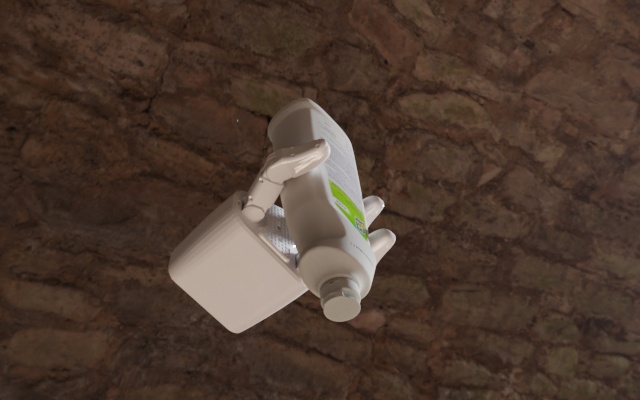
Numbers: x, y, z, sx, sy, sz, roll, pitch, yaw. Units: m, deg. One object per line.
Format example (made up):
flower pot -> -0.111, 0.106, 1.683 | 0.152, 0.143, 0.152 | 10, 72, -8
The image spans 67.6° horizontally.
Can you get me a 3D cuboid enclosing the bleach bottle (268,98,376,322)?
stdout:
bleach bottle -> 0.000, 0.001, 0.452 | 0.068, 0.250, 0.103 | -38, -58, 21
